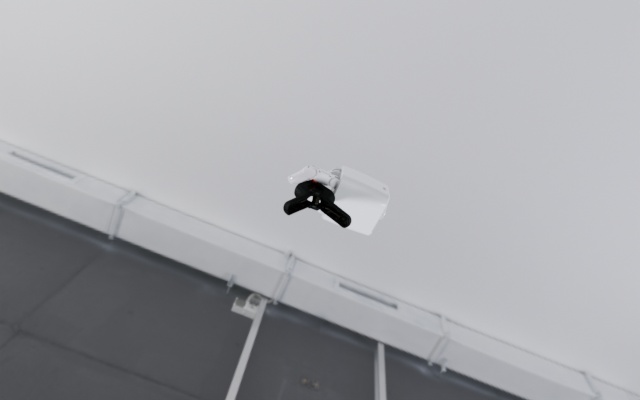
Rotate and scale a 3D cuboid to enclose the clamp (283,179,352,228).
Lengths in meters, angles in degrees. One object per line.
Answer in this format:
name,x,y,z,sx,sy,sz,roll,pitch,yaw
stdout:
clamp,0.000,0.003,0.885,0.120,0.039,0.171,22,22,-3
